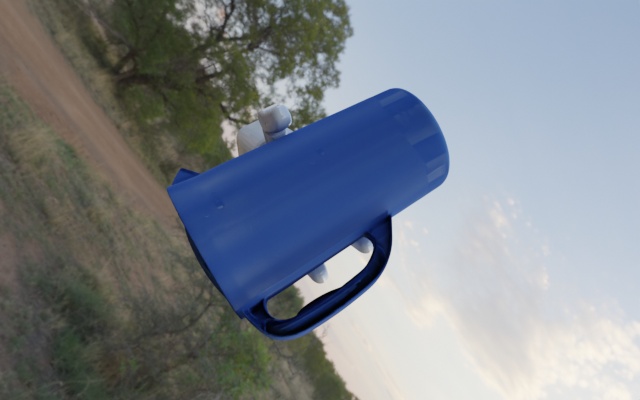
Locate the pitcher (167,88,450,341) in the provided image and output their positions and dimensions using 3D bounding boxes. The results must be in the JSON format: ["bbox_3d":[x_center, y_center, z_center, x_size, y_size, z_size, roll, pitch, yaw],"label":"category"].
[{"bbox_3d":[0.000,0.001,0.443,0.243,0.149,0.145,-29,25,-12],"label":"pitcher"}]
